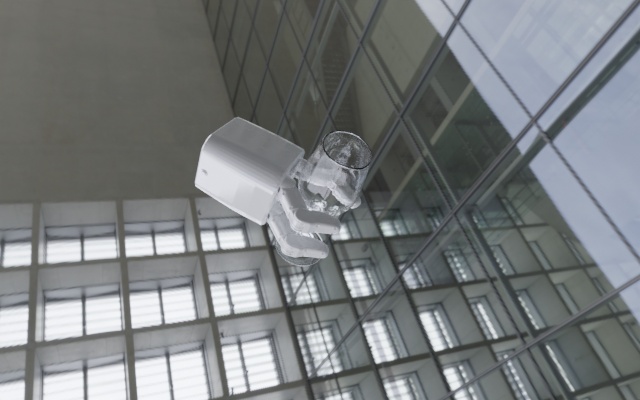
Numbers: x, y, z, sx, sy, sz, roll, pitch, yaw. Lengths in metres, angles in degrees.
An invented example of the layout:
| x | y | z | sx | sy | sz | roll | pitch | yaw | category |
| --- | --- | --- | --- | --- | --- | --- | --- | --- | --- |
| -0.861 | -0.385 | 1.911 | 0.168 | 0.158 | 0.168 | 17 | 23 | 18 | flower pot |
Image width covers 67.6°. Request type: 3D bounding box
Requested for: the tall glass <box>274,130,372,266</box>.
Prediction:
| x | y | z | sx | sy | sz | roll | pitch | yaw | category |
| --- | --- | --- | --- | --- | --- | --- | --- | --- | --- |
| 0.000 | 0.002 | 0.619 | 0.079 | 0.079 | 0.201 | 0 | -38 | -24 | tall glass |
